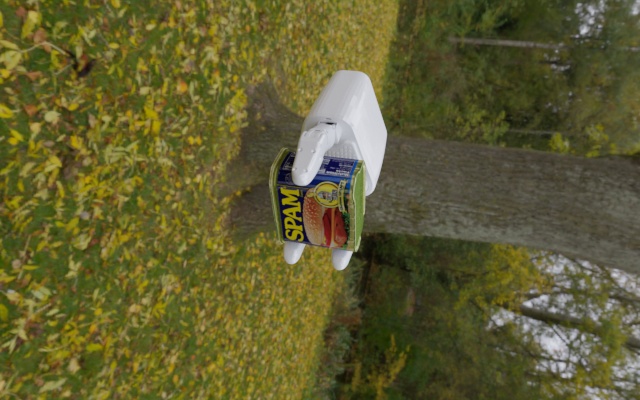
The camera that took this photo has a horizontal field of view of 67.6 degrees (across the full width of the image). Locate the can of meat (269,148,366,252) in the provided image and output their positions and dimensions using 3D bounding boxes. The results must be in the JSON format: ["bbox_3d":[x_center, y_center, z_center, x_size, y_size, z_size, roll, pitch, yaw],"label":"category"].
[{"bbox_3d":[0.000,0.002,0.485,0.084,0.102,0.057,8,40,13],"label":"can of meat"}]
